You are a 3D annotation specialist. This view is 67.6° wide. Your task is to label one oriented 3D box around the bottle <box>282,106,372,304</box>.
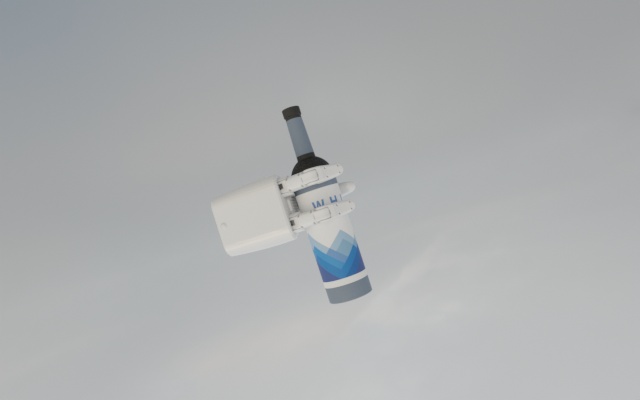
[{"bbox_3d":[0.000,0.003,0.712,0.069,0.295,0.069,-18,-1,0],"label":"bottle"}]
